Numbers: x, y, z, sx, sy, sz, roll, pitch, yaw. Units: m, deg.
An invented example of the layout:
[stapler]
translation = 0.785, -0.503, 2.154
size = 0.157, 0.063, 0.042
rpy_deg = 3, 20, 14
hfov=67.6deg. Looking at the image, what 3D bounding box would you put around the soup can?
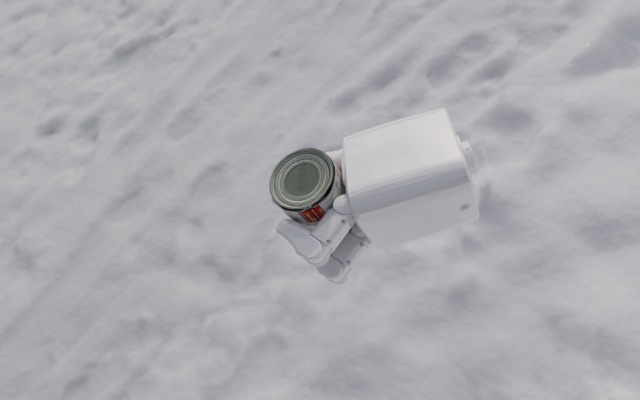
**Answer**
[soup can]
translation = -0.001, 0.001, 0.480
size = 0.068, 0.068, 0.102
rpy_deg = 0, -26, 24
